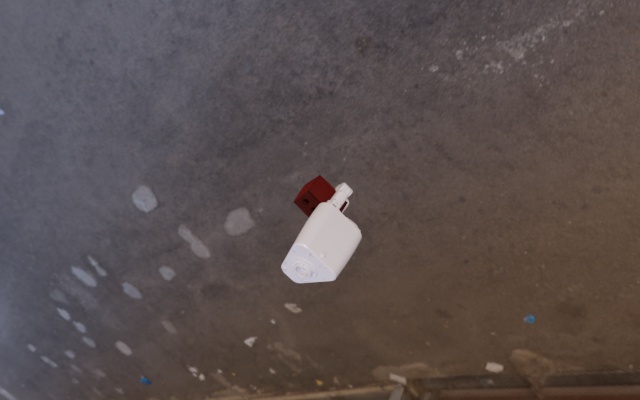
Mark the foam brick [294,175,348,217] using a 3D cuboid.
[{"bbox_3d":[0.000,0.003,0.884,0.053,0.078,0.051,-34,15,48],"label":"foam brick"}]
